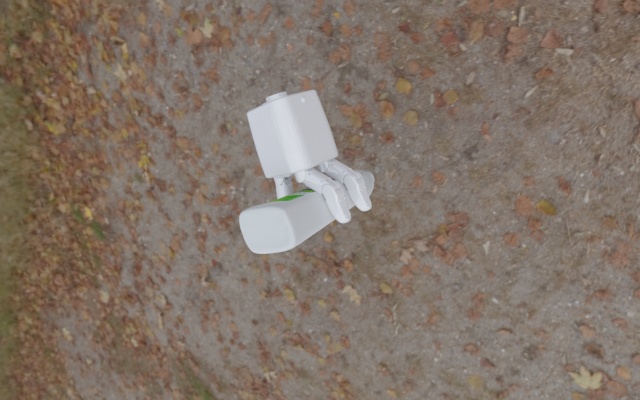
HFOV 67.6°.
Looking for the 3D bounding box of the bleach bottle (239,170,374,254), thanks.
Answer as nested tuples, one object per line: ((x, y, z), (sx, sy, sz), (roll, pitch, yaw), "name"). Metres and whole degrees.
((0.000, 0.002, 0.732), (0.102, 0.068, 0.250), (-10, 12, 40), "bleach bottle")
